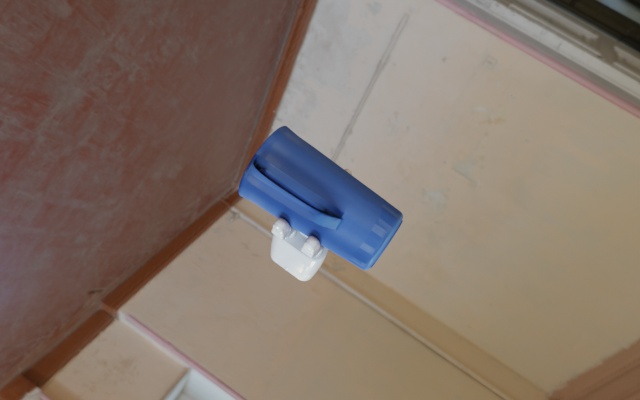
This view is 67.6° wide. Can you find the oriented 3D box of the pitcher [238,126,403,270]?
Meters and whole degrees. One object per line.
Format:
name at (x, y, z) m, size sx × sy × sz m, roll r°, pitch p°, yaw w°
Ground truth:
pitcher at (0.000, 0.002, 0.742) m, size 0.243 × 0.149 × 0.145 m, roll 34°, pitch -32°, yaw 7°
